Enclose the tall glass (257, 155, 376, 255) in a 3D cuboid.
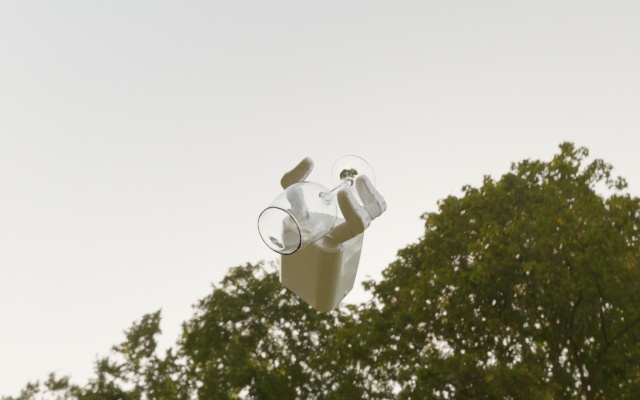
[{"bbox_3d":[0.000,0.002,0.636,0.079,0.079,0.201,0,20,32],"label":"tall glass"}]
